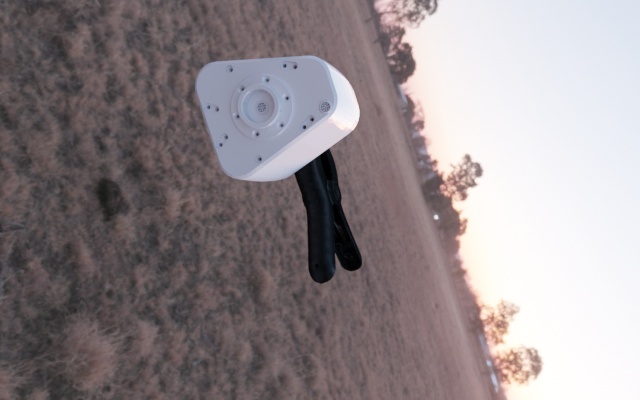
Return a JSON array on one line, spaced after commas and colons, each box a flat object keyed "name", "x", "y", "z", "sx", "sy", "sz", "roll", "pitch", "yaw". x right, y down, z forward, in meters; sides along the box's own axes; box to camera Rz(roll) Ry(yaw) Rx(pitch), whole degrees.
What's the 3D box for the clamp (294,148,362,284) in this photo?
[{"name": "clamp", "x": 0.001, "y": 0.001, "z": 0.481, "sx": 0.039, "sy": 0.171, "sz": 0.120, "roll": -18, "pitch": 1, "yaw": 12}]
